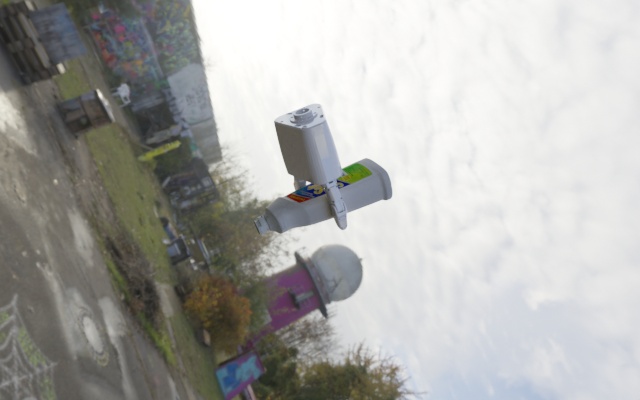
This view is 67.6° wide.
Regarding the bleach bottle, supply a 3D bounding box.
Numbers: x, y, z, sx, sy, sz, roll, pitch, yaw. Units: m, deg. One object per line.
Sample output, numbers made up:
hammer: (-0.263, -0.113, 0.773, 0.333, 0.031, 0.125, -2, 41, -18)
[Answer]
bleach bottle: (0.000, 0.003, 0.880, 0.251, 0.068, 0.102, -24, 32, -13)
